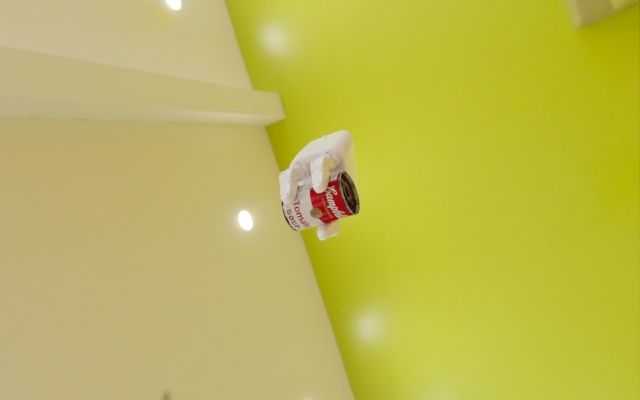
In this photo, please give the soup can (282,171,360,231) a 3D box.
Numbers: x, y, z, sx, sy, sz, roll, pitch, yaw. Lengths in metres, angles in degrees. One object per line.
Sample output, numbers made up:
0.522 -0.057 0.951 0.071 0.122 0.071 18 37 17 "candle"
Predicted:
0.000 0.003 0.731 0.102 0.068 0.068 -17 -7 22 "soup can"
